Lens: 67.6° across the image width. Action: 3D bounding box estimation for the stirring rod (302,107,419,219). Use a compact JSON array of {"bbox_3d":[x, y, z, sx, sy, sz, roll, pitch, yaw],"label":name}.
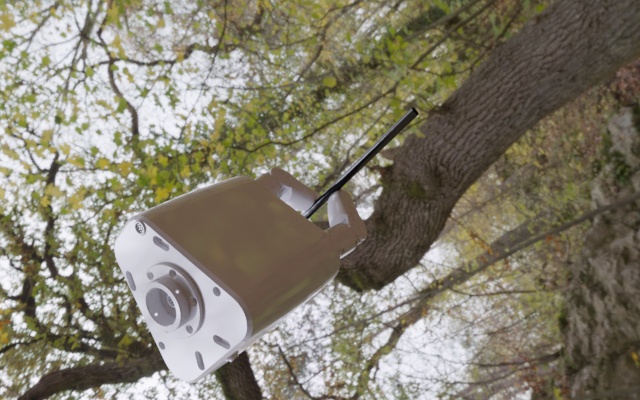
[{"bbox_3d":[0.000,0.001,0.435,0.011,0.011,0.240,0,-36,-49],"label":"stirring rod"}]
